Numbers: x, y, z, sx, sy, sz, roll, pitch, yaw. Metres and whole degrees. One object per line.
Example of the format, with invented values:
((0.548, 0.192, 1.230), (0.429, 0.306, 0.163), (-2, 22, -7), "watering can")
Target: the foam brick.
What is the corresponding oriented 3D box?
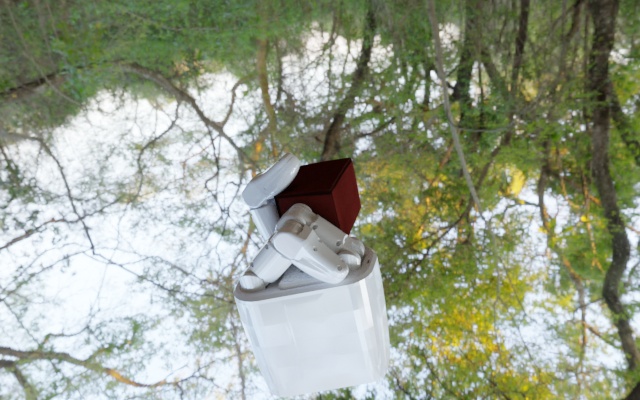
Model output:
((0.000, 0.001, 0.426), (0.053, 0.051, 0.078), (-6, 23, 20), "foam brick")
